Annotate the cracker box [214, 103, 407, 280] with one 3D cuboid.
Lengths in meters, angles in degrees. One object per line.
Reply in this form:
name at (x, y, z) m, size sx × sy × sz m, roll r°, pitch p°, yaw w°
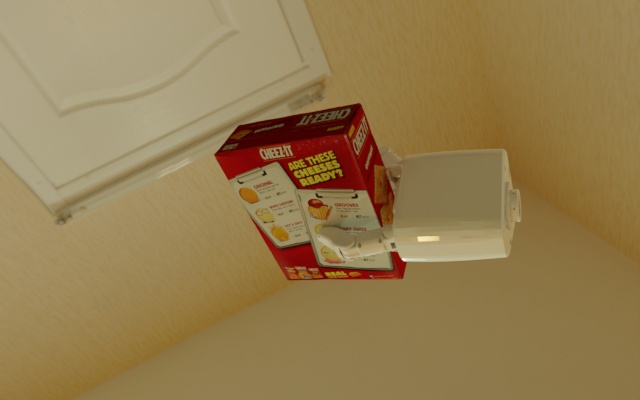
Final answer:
cracker box at (0.000, 0.002, 0.569) m, size 0.164 × 0.214 × 0.072 m, roll -5°, pitch 38°, yaw 27°
